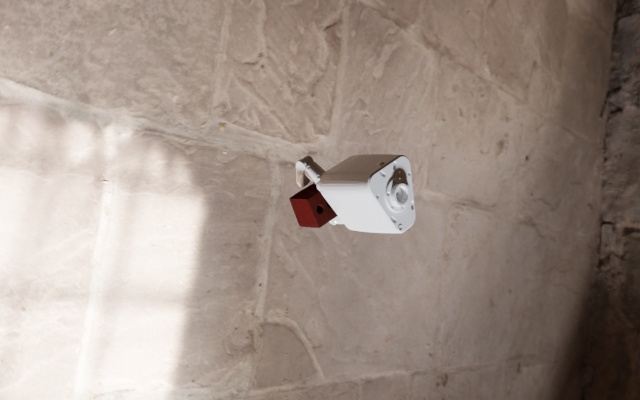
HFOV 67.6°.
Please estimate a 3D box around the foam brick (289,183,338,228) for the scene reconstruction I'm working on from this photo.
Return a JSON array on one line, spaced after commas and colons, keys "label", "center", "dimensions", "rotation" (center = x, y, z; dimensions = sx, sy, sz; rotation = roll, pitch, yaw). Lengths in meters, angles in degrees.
[{"label": "foam brick", "center": [0.000, 0.003, 0.764], "dimensions": [0.078, 0.053, 0.051], "rotation": [-34, 22, -32]}]
